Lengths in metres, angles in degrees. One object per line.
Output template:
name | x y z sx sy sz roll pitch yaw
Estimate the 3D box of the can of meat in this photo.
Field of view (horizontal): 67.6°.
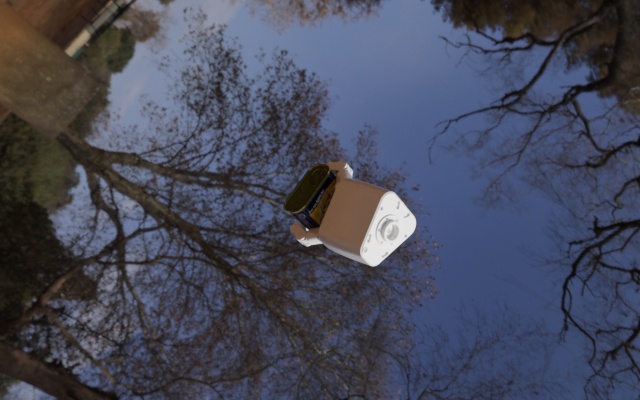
can of meat | 0.000 0.003 0.816 0.057 0.102 0.084 13 -27 52
